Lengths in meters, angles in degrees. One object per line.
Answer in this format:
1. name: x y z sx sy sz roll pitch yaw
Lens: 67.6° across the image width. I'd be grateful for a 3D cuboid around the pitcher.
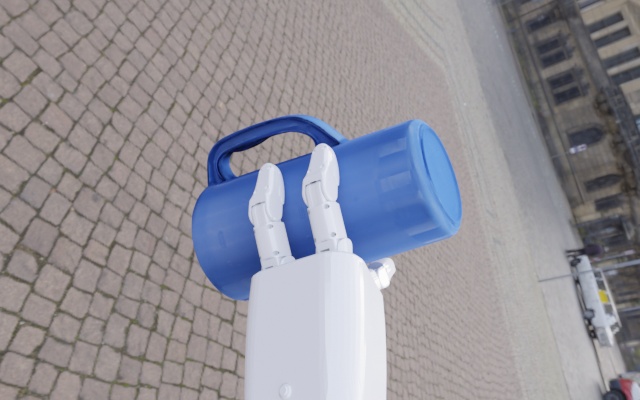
1. pitcher: 0.000 0.002 0.465 0.243 0.145 0.149 -19 -40 28
